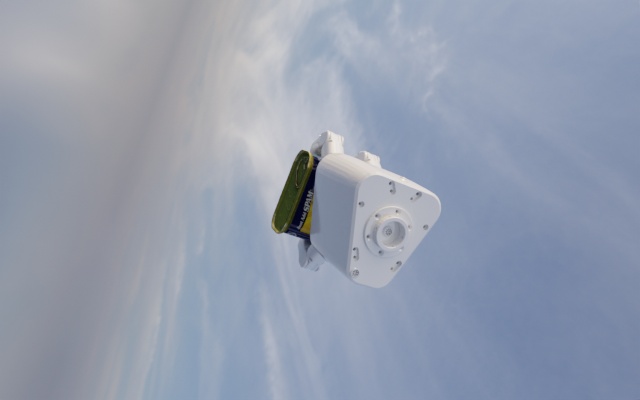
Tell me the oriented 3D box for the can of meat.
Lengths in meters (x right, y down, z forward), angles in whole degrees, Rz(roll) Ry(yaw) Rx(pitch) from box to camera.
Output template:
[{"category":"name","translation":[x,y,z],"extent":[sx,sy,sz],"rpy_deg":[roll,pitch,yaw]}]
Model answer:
[{"category":"can of meat","translation":[0.000,0.002,0.573],"extent":[0.084,0.102,0.057],"rpy_deg":[20,4,-21]}]
